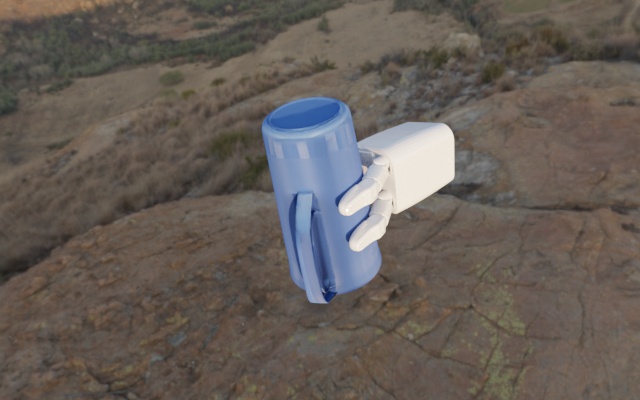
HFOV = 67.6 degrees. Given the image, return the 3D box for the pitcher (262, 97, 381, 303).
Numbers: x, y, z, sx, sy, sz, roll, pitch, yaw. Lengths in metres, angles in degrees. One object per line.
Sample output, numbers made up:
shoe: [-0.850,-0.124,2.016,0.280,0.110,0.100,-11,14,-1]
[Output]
pitcher: [0.000,0.002,0.618,0.145,0.243,0.149,-26,36,-20]
